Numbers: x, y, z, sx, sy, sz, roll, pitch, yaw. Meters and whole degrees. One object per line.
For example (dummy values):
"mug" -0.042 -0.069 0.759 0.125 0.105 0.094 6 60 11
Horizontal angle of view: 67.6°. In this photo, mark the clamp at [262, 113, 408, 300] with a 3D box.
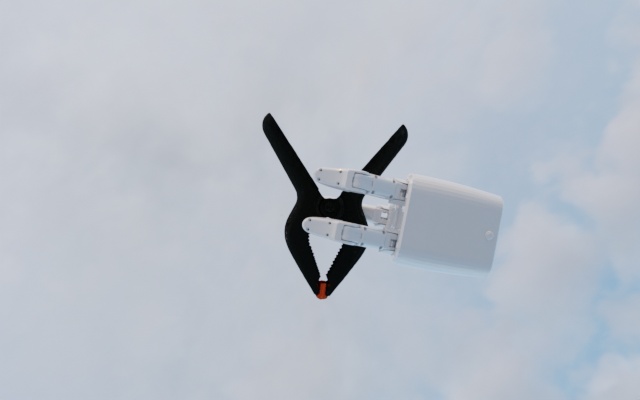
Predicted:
"clamp" 0.000 0.002 0.538 0.164 0.210 0.036 12 -2 1
